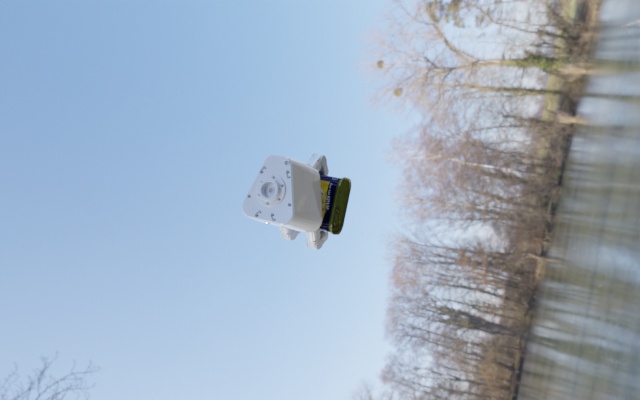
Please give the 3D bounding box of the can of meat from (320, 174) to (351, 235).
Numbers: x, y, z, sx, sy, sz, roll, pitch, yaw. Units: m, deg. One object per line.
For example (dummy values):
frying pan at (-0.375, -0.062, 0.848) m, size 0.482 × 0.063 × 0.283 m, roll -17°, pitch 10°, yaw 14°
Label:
can of meat at (0.000, 0.003, 0.850) m, size 0.084 × 0.102 × 0.057 m, roll 12°, pitch 1°, yaw 23°
